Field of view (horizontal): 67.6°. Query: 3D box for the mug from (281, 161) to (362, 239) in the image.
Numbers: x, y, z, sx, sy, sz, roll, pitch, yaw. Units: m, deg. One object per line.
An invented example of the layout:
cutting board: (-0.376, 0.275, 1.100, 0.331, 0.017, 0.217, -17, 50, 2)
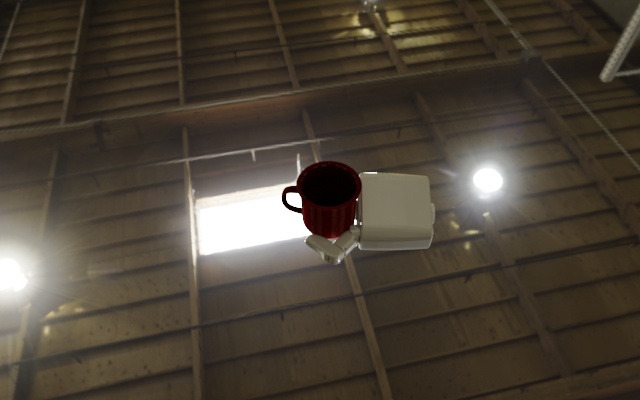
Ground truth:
mug: (-0.001, 0.002, 0.702, 0.117, 0.093, 0.082, 2, -40, 2)
